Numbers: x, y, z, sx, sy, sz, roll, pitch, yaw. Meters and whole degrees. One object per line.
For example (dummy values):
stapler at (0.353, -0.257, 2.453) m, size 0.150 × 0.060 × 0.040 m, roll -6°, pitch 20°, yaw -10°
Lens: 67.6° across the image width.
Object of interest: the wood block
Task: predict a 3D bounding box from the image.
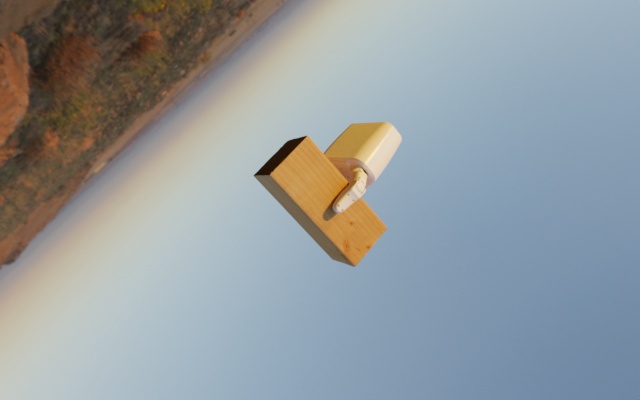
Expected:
wood block at (0.001, 0.002, 0.786) m, size 0.206 × 0.090 × 0.091 m, roll 48°, pitch -17°, yaw -18°
